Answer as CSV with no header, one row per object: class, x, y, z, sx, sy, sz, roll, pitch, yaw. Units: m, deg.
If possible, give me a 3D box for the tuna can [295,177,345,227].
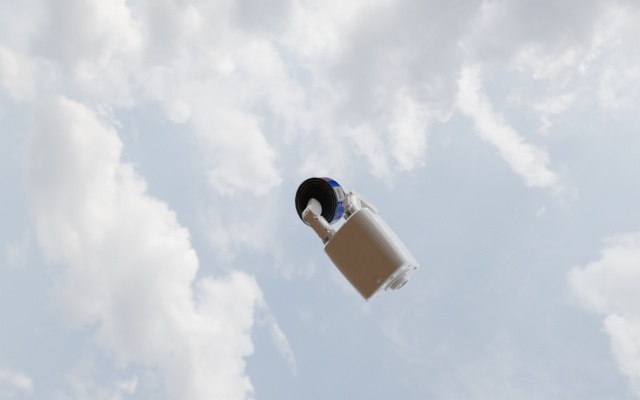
tuna can,0.000,0.003,0.808,0.086,0.086,0.034,0,4,34
